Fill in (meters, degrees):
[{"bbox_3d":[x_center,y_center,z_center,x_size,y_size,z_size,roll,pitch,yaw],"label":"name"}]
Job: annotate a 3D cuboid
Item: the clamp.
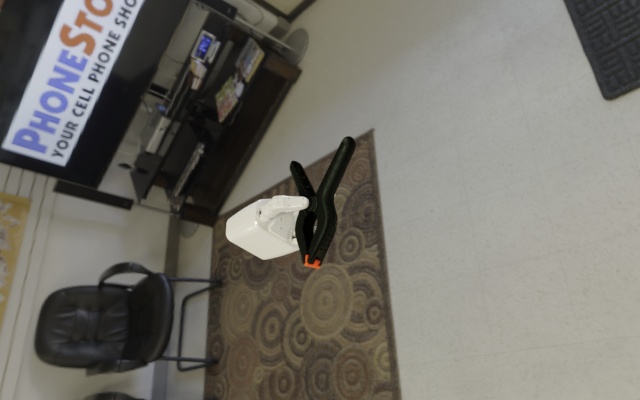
[{"bbox_3d":[-0.001,0.003,0.778,0.036,0.210,0.164,16,-27,-34],"label":"clamp"}]
